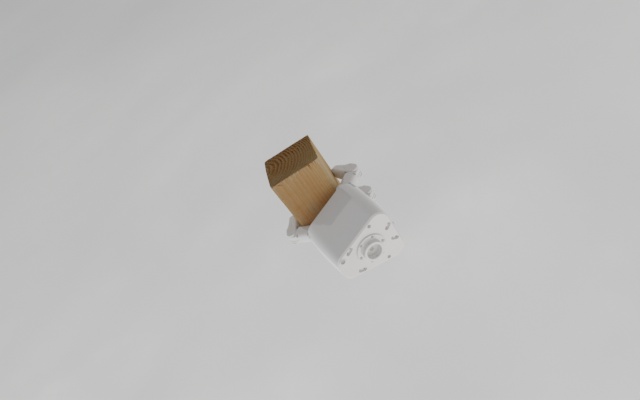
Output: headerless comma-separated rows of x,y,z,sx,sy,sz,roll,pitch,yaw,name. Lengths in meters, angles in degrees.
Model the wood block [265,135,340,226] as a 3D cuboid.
0.000,0.003,0.831,0.091,0.206,0.090,-31,35,7,wood block
